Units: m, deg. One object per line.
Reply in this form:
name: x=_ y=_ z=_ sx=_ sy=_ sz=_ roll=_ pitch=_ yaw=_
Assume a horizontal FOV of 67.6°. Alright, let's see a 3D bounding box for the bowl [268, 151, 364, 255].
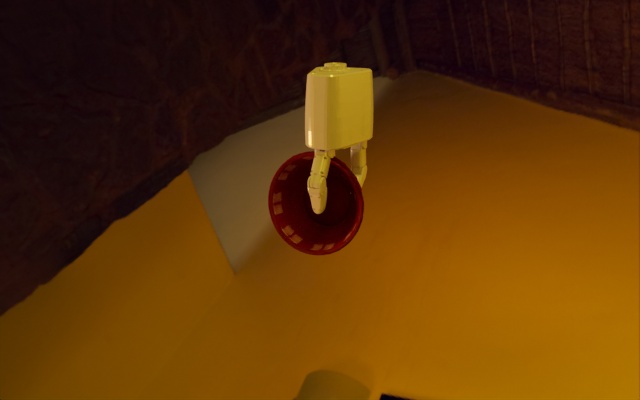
bowl: x=0.000 y=0.004 z=0.754 sx=0.162 sy=0.162 sz=0.055 roll=0 pitch=6 yaw=24
